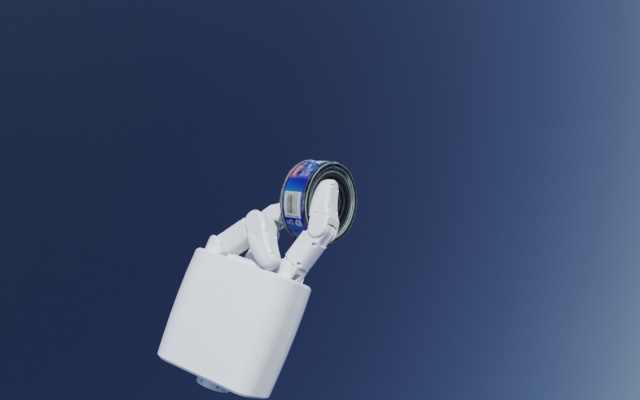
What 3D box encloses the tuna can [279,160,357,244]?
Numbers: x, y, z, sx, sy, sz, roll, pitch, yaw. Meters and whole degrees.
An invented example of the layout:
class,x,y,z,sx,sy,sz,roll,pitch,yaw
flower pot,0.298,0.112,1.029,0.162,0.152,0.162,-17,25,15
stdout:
class,x,y,z,sx,sy,sz,roll,pitch,yaw
tuna can,0.001,0.002,0.487,0.034,0.086,0.086,6,3,40
